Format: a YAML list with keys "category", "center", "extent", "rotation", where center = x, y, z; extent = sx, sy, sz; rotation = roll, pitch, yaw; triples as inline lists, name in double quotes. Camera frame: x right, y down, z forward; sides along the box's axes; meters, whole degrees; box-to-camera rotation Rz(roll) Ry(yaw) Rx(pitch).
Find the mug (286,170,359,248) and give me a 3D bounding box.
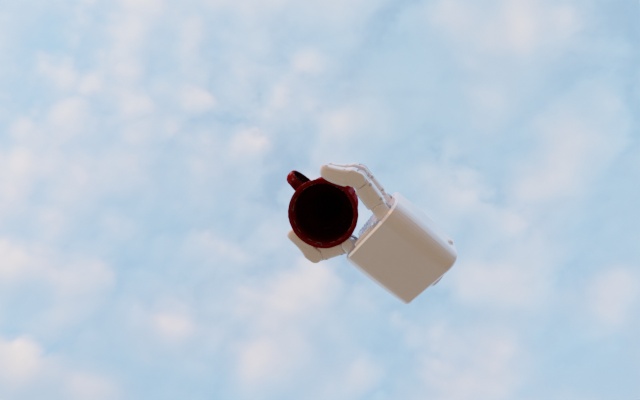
- category: "mug"
  center: [-0.001, 0.001, 0.658]
  extent: [0.117, 0.093, 0.081]
  rotation: [41, 15, 0]
